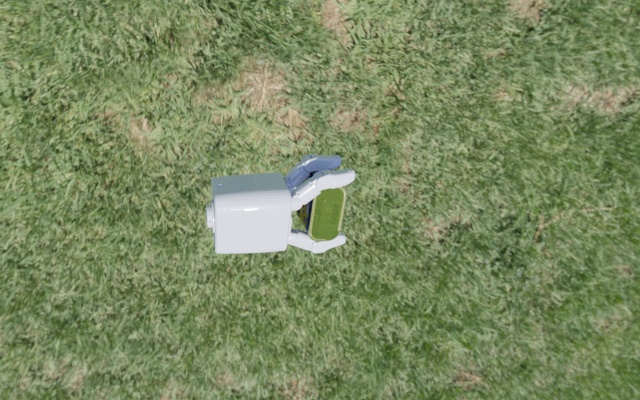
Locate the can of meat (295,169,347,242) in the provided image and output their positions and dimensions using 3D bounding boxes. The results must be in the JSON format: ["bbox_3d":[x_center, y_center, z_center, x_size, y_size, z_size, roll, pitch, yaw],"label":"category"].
[{"bbox_3d":[0.000,0.003,0.744,0.057,0.102,0.084,1,25,-16],"label":"can of meat"}]
